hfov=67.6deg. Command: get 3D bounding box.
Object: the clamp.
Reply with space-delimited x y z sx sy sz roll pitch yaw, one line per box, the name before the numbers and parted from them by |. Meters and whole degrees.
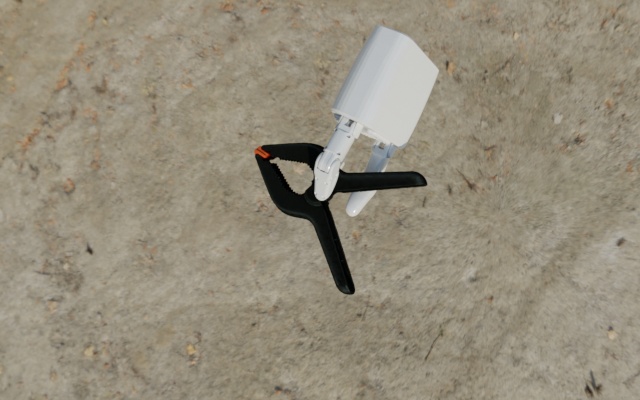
clamp | -0.001 0.001 0.579 0.210 0.164 0.036 28 4 19
